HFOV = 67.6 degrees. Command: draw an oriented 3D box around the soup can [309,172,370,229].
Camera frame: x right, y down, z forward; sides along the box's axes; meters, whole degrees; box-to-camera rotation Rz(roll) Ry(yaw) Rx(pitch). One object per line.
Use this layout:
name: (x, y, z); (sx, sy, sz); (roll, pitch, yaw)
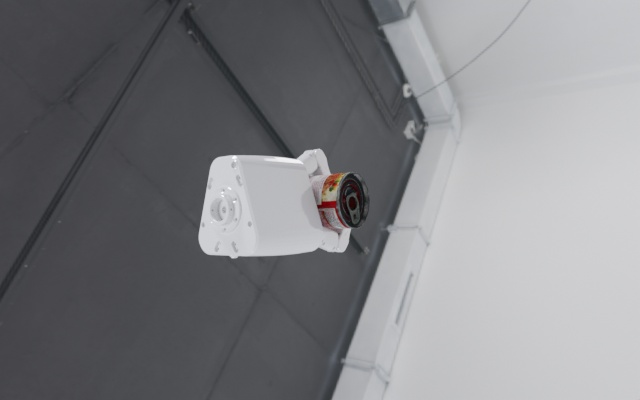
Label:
soup can: (0.000, 0.002, 0.595); (0.102, 0.068, 0.068); (-3, -2, 37)
